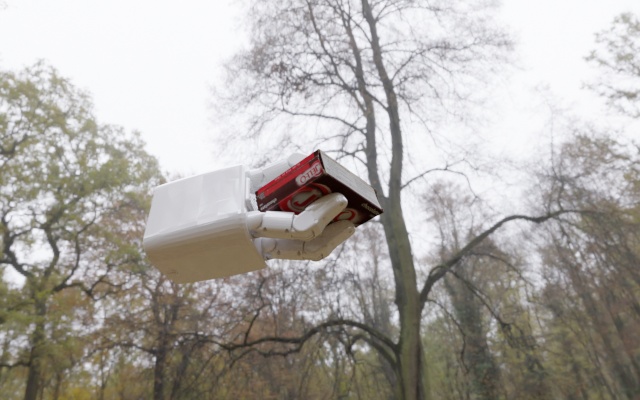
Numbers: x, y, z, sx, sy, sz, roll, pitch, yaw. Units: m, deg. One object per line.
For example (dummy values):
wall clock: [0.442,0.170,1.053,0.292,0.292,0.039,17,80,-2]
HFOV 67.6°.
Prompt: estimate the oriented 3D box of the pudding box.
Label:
pudding box: [0.000,0.002,0.513,0.090,0.039,0.113,-31,-35,25]
